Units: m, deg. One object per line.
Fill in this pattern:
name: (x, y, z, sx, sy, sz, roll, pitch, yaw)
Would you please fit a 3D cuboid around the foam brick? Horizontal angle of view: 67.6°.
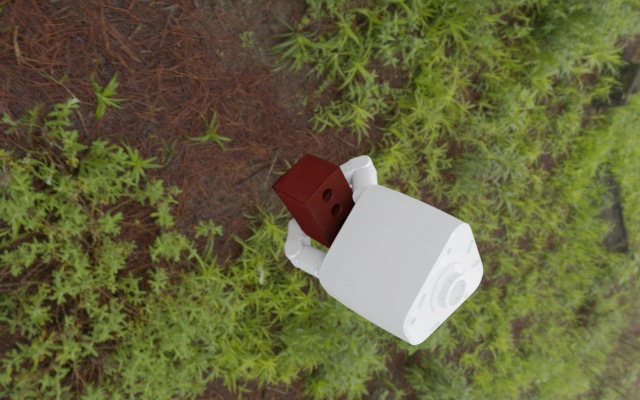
foam brick: (0.000, 0.001, 0.479, 0.051, 0.053, 0.078, 26, -23, 44)
